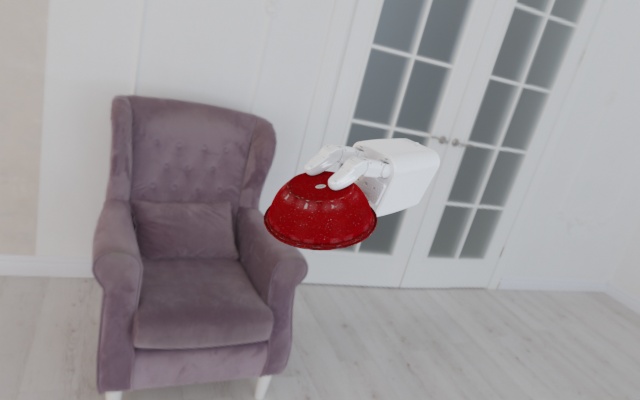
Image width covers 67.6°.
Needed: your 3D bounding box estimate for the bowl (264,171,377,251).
[{"bbox_3d":[-0.001,0.002,0.666,0.162,0.055,0.162,0,30,0],"label":"bowl"}]
